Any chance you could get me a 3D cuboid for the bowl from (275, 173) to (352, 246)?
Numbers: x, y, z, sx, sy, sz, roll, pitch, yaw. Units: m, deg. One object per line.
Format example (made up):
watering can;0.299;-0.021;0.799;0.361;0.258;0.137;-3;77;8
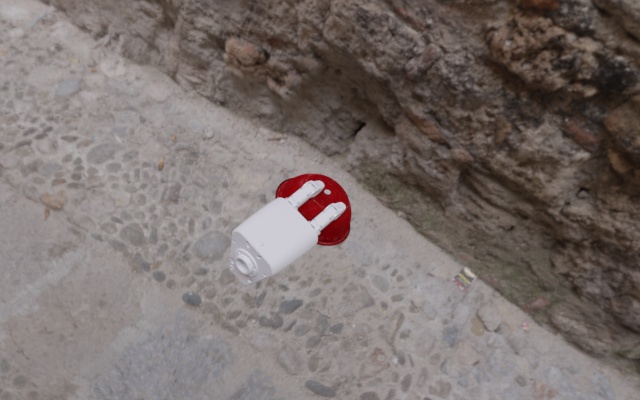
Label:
bowl;0.001;0.002;0.881;0.162;0.162;0.055;0;-39;-40
